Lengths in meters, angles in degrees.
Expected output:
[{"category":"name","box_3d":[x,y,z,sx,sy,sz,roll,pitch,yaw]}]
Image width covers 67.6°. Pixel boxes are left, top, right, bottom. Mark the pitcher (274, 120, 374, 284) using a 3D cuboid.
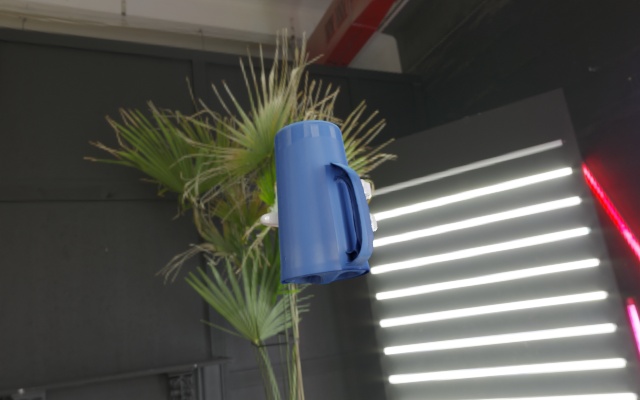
[{"category":"pitcher","box_3d":[0.000,0.002,0.729,0.149,0.242,0.145,-9,-15,8]}]
